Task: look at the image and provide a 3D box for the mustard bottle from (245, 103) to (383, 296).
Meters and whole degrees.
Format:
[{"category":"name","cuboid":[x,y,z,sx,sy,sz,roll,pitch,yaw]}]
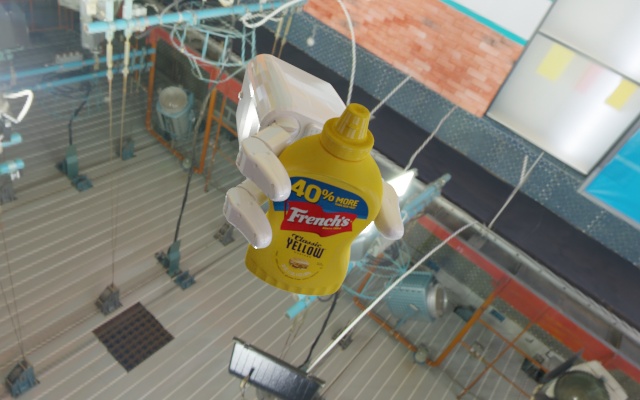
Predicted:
[{"category":"mustard bottle","cuboid":[0.000,0.002,0.411,0.096,0.192,0.058,19,39,-4]}]
